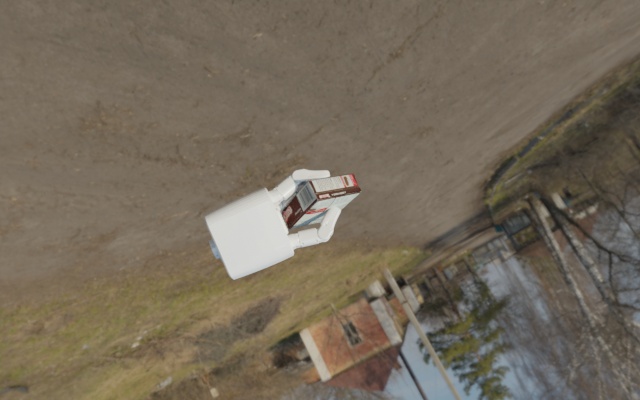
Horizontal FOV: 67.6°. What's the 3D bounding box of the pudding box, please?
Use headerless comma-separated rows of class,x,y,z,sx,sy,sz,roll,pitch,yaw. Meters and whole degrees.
pudding box,0.000,0.003,0.781,0.090,0.039,0.113,-12,-19,-34
